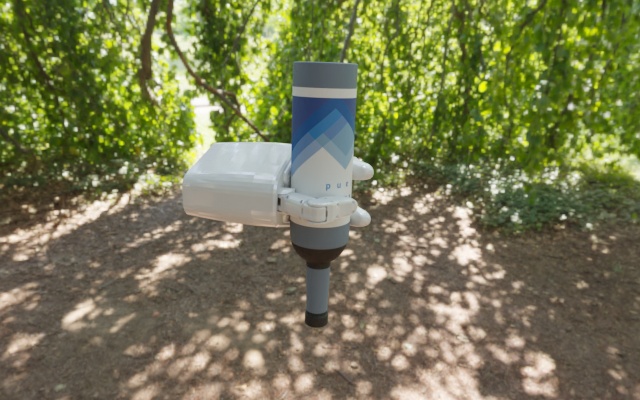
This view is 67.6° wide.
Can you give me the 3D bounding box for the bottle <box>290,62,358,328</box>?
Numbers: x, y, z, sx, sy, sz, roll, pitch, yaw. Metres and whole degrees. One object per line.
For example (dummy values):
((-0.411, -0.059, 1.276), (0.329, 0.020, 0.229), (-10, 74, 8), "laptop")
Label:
((0.000, 0.001, 0.525), (0.069, 0.296, 0.069), (2, 15, -1), "bottle")
